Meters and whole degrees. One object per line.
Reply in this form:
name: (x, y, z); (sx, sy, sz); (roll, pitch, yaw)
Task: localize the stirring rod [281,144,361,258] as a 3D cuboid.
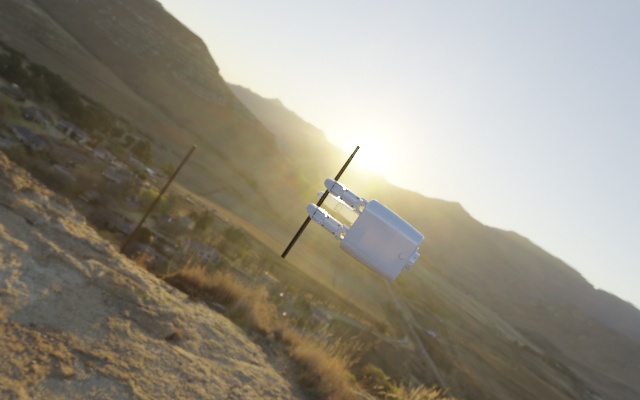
stirring rod: (0.000, 0.003, 0.845); (0.011, 0.239, 0.011); (34, 4, -3)
